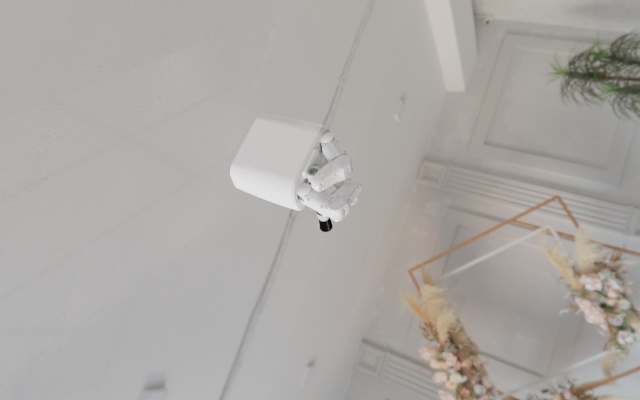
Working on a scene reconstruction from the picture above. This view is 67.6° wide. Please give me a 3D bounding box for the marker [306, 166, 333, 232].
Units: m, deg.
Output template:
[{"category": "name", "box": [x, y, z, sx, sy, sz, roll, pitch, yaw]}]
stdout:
[{"category": "marker", "box": [0.000, 0.002, 0.645, 0.020, 0.020, 0.121, 0, -41, 11]}]
